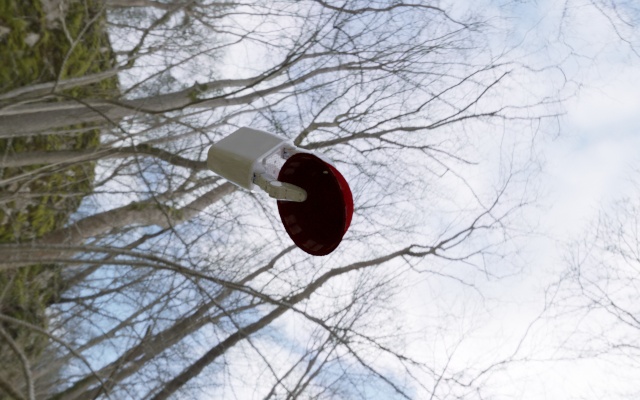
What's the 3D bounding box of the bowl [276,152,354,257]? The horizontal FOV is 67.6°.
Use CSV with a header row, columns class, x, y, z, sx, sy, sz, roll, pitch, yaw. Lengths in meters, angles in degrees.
class,x,y,z,sx,sy,sz,roll,pitch,yaw
bowl,0.001,0.003,0.742,0.055,0.162,0.162,-14,9,-40
